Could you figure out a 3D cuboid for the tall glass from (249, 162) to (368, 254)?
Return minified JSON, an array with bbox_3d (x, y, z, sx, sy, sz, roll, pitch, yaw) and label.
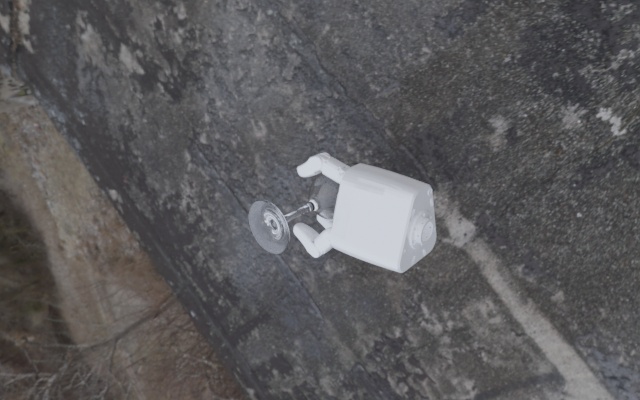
[{"bbox_3d":[0.000,0.002,0.670,0.079,0.079,0.201,0,19,44],"label":"tall glass"}]
